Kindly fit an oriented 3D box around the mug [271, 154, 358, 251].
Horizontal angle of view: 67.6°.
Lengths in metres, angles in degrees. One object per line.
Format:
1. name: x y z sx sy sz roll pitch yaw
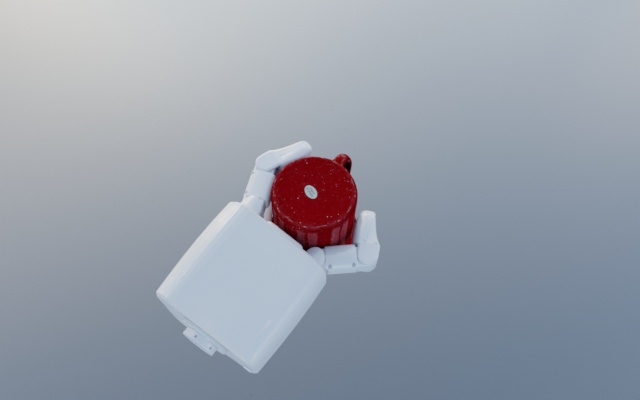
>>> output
1. mug: 0.001 0.000 0.479 0.093 0.117 0.081 30 -25 14
